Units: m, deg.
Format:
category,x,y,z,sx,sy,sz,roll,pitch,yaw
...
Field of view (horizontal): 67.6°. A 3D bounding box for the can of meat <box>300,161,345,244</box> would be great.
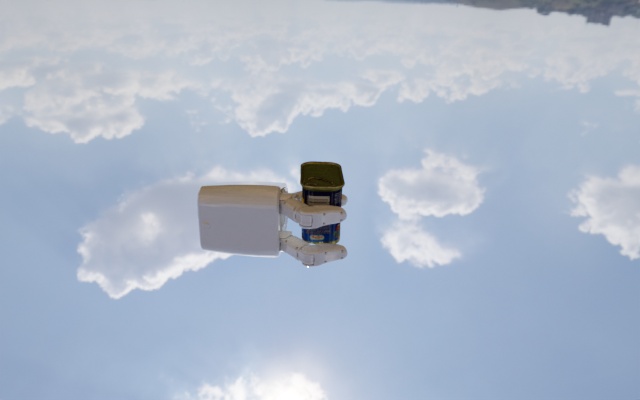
category,x,y,z,sx,sy,sz,roll,pitch,yaw
can of meat,0.000,0.002,0.649,0.057,0.084,0.102,1,23,-3
